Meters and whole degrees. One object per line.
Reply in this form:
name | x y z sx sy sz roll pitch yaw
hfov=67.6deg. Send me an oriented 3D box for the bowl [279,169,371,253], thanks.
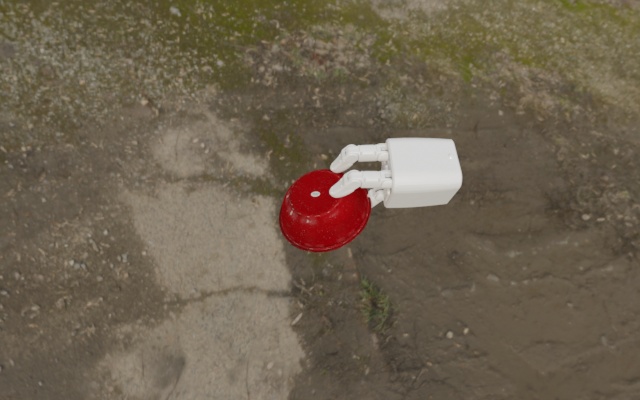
bowl | -0.001 0.003 0.787 0.162 0.162 0.055 0 -34 18
